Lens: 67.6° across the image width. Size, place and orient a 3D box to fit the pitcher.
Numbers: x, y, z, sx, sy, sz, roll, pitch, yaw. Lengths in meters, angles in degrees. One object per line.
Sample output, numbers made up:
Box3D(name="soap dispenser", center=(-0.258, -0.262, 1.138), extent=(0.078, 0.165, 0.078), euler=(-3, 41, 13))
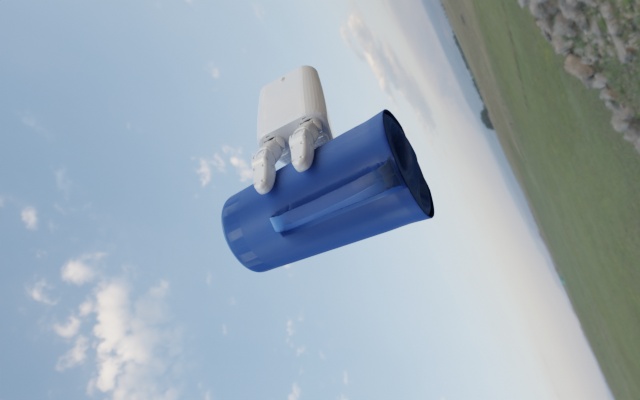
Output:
Box3D(name="pitcher", center=(0.000, 0.002, 0.569), extent=(0.243, 0.145, 0.149), euler=(-24, -41, 21))
